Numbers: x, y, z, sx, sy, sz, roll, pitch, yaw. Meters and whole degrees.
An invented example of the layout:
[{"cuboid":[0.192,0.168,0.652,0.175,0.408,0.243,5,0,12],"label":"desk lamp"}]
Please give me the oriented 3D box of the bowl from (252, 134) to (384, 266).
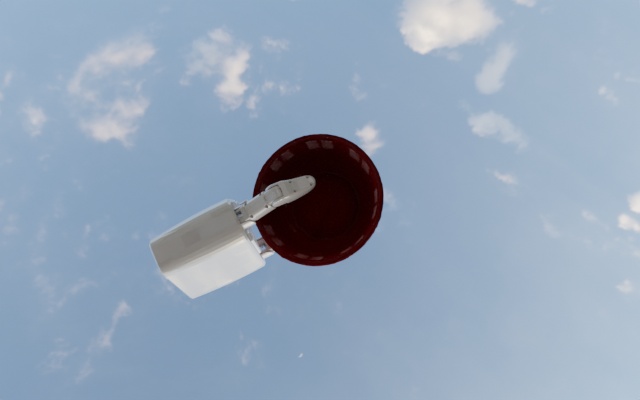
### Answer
[{"cuboid":[0.001,0.002,0.594,0.162,0.162,0.055,0,-10,13],"label":"bowl"}]
